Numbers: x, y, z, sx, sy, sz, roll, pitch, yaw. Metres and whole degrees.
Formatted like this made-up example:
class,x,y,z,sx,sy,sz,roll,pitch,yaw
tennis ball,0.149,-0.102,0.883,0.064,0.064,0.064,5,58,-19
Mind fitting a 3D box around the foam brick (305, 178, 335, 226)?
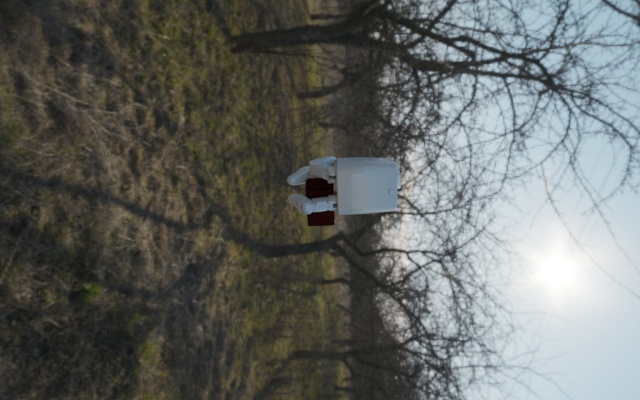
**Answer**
class,x,y,z,sx,sy,sz,roll,pitch,yaw
foam brick,0.000,0.003,0.893,0.051,0.078,0.053,-2,27,2
